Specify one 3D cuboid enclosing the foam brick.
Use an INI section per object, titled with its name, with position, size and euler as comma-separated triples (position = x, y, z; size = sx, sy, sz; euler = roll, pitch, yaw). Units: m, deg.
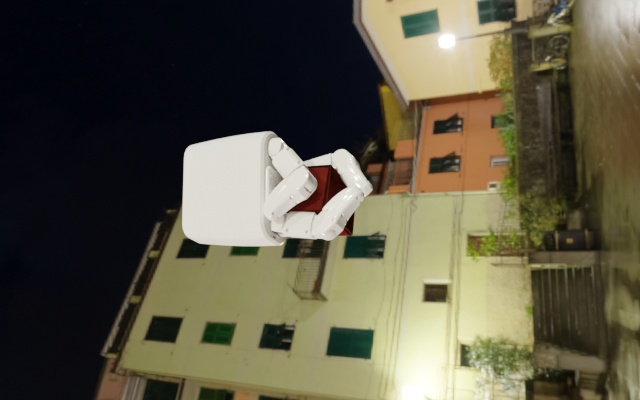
[foam brick]
position = 0.000, 0.002, 0.515
size = 0.051, 0.053, 0.078
euler = -4, -25, 25
